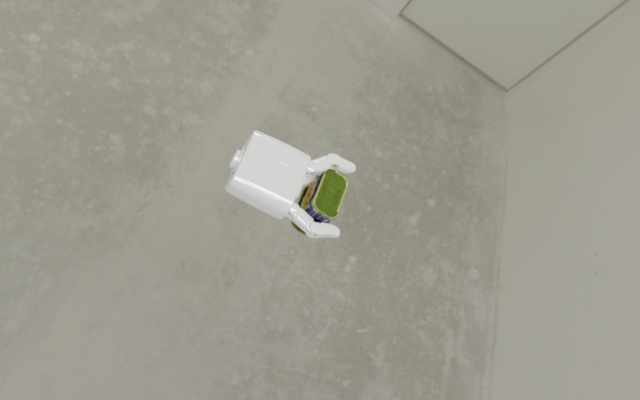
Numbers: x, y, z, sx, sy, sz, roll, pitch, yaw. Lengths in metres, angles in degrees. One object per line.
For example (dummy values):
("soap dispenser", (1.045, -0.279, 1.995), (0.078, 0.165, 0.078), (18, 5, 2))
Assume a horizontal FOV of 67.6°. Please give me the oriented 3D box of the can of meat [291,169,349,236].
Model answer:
("can of meat", (0.000, 0.003, 0.845), (0.057, 0.102, 0.084), (30, -35, -13))
